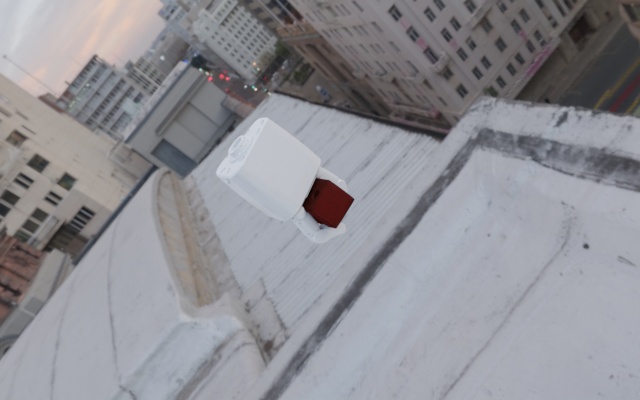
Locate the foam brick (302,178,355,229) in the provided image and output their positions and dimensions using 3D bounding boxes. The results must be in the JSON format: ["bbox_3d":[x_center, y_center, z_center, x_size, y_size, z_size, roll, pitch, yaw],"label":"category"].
[{"bbox_3d":[0.000,0.002,0.701,0.051,0.053,0.078,37,-12,-27],"label":"foam brick"}]
